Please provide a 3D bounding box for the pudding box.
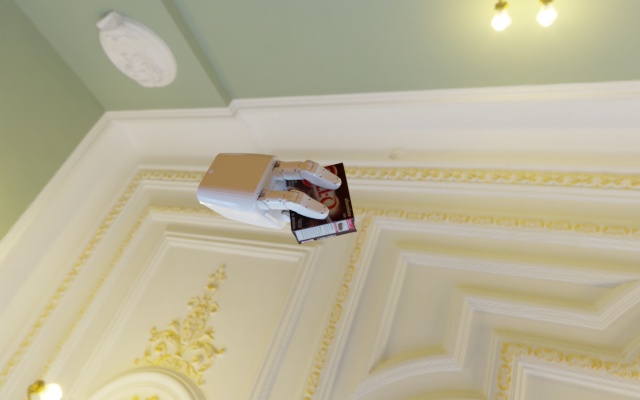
[{"bbox_3d":[0.000,0.002,0.694,0.090,0.113,0.039,-14,-39,5],"label":"pudding box"}]
